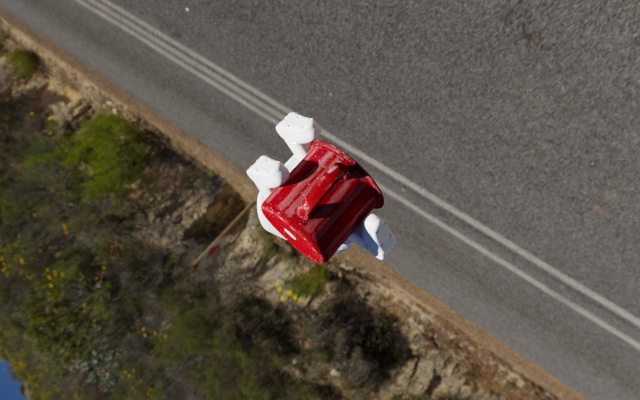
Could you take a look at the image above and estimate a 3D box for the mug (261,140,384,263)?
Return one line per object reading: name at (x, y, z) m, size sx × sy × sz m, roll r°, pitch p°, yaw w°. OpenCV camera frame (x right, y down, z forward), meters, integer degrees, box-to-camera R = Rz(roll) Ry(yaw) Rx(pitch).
mug at (0.000, 0.001, 0.437) m, size 0.093 × 0.081 × 0.117 m, roll 41°, pitch -14°, yaw 4°
